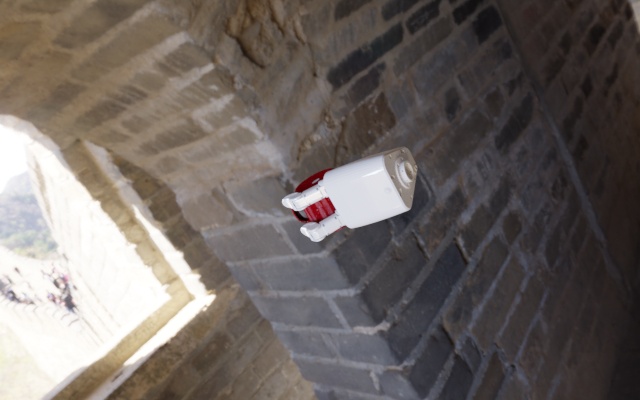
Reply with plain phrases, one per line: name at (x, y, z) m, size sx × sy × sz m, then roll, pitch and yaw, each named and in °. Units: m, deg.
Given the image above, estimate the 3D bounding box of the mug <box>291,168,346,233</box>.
mug at (-0.001, 0.003, 0.805) m, size 0.117 × 0.081 × 0.093 m, roll -18°, pitch 21°, yaw 34°
